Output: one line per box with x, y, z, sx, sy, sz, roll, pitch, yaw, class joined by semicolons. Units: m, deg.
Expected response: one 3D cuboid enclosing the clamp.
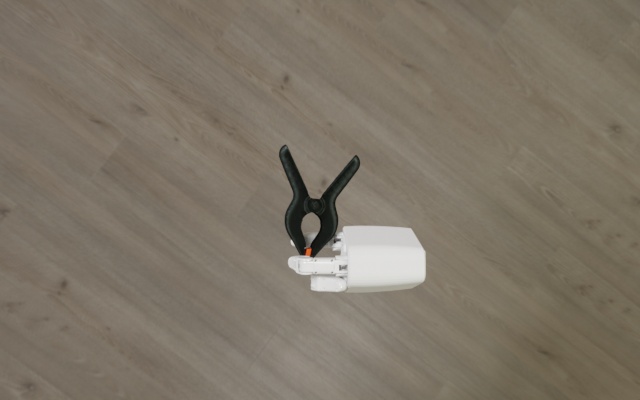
0.000;0.002;0.704;0.120;0.171;0.039;-1;0;0;clamp
